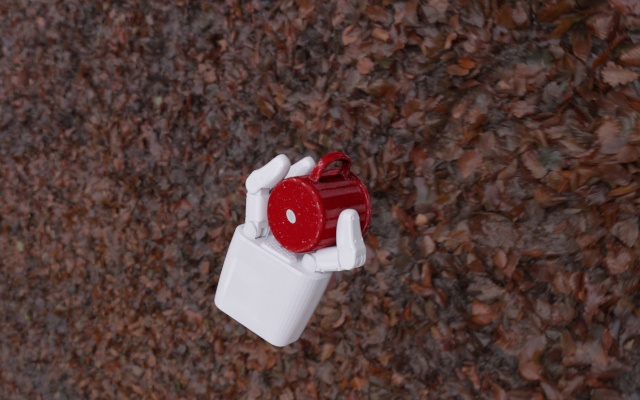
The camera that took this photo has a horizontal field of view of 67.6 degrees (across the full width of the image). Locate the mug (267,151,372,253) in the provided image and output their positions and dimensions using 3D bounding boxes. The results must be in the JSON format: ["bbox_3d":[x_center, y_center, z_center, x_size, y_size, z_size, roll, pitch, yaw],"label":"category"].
[{"bbox_3d":[0.001,0.001,0.520,0.093,0.117,0.081,36,27,30],"label":"mug"}]
